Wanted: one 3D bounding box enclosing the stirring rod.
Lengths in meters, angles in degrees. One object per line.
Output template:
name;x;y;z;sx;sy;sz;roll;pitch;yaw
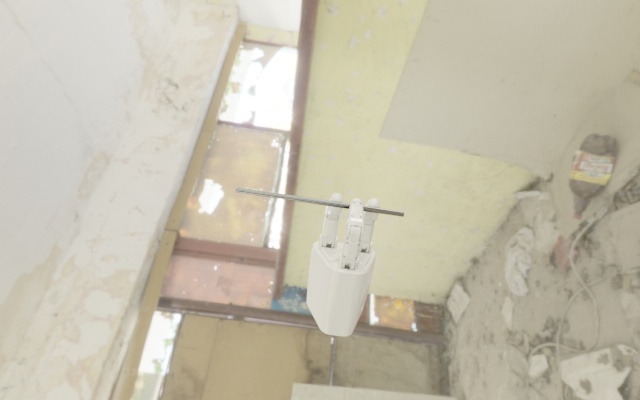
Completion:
stirring rod;0.000;0.002;0.678;0.239;0.011;0.011;8;0;-3
